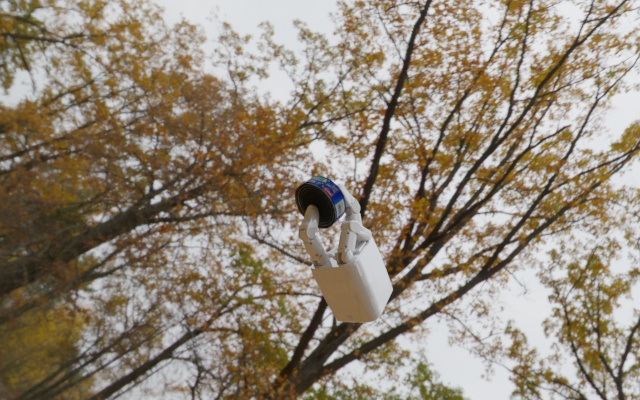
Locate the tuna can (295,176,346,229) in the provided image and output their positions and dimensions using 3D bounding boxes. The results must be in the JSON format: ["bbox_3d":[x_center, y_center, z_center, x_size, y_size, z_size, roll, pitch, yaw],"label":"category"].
[{"bbox_3d":[0.000,0.002,0.799,0.086,0.086,0.033,0,28,44],"label":"tuna can"}]
